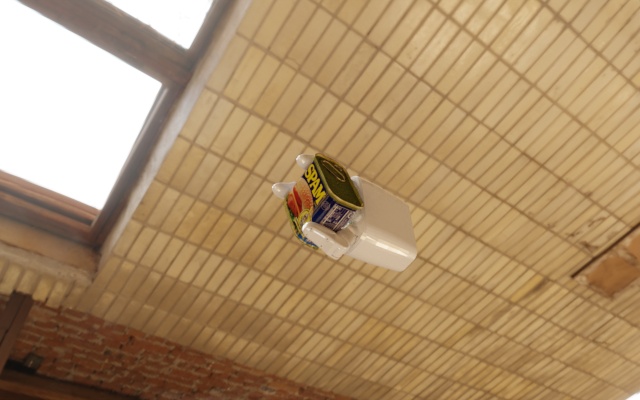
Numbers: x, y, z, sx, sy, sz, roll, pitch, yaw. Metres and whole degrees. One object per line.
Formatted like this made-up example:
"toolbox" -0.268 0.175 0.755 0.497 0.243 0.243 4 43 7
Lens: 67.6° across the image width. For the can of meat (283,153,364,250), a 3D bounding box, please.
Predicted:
"can of meat" 0.000 0.002 0.628 0.057 0.084 0.102 22 29 -33
